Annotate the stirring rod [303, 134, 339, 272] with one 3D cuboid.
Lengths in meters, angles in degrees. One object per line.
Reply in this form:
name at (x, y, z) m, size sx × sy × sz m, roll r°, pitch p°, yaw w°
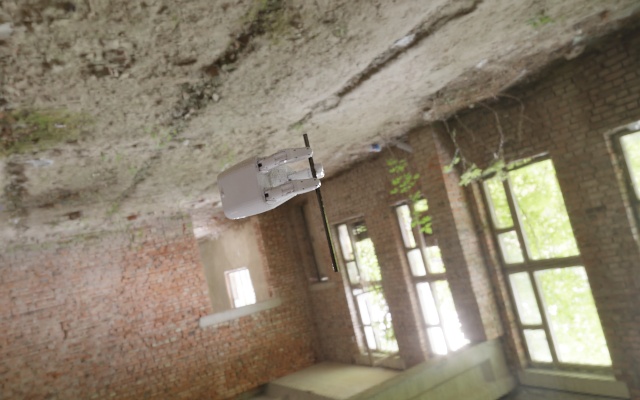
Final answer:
stirring rod at (0.000, 0.003, 0.810) m, size 0.011 × 0.239 × 0.011 m, roll -13°, pitch -6°, yaw -1°
